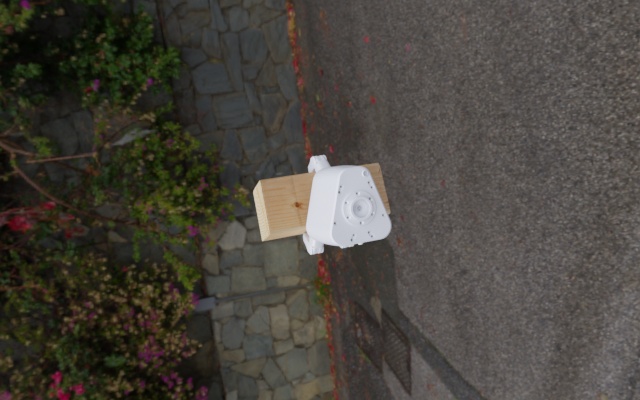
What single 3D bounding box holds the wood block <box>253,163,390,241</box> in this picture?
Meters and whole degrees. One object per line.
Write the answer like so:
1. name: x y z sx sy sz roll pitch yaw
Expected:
1. wood block: 0.000 0.002 0.809 0.206 0.091 0.090 -9 -9 -17
